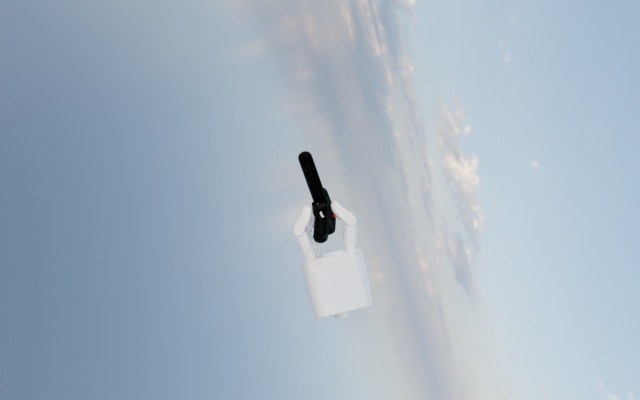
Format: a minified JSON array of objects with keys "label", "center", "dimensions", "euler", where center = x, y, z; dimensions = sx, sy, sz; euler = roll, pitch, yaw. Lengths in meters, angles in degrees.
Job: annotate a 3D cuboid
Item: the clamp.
[{"label":"clamp","center":[0.001,0.003,0.899],"dimensions":[0.036,0.164,0.210],"euler":[-12,-9,8]}]
